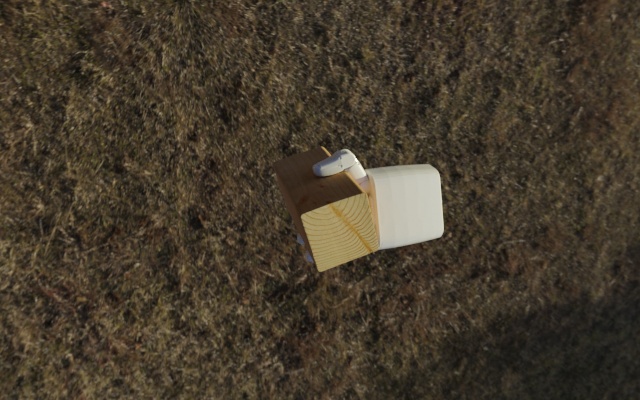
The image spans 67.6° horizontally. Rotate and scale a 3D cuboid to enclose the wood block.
[{"bbox_3d":[0.000,0.002,0.697,0.090,0.091,0.206,-19,26,-8],"label":"wood block"}]
